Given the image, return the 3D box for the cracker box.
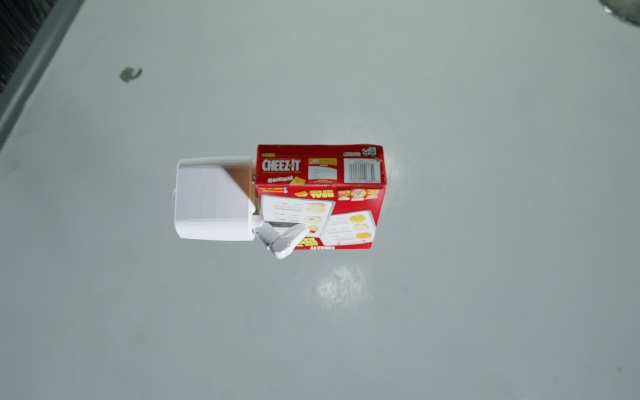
[{"bbox_3d":[0.000,0.002,0.685,0.164,0.072,0.214,0,-27,0],"label":"cracker box"}]
